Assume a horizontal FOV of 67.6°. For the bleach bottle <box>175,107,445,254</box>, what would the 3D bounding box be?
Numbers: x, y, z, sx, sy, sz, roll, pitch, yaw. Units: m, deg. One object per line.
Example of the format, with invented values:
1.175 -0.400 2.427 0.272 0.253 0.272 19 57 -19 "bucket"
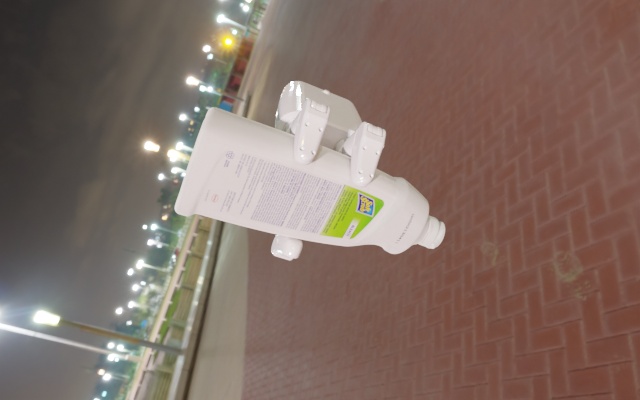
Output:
0.000 0.001 0.456 0.251 0.103 0.068 19 30 -14 "bleach bottle"
